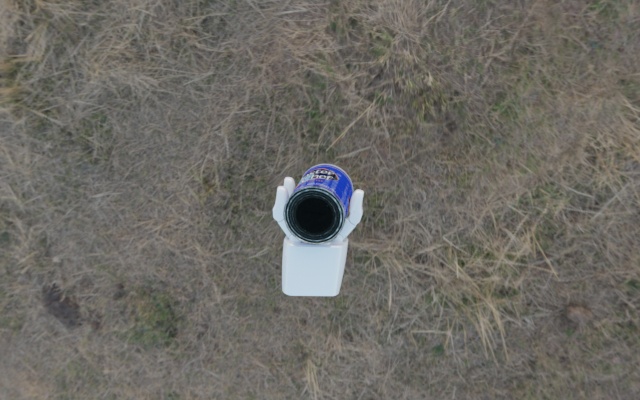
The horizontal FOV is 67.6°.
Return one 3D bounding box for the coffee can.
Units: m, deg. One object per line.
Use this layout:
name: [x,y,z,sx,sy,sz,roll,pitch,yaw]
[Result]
coffee can: [0.000,0.003,0.837,0.103,0.103,0.140,0,19,10]
